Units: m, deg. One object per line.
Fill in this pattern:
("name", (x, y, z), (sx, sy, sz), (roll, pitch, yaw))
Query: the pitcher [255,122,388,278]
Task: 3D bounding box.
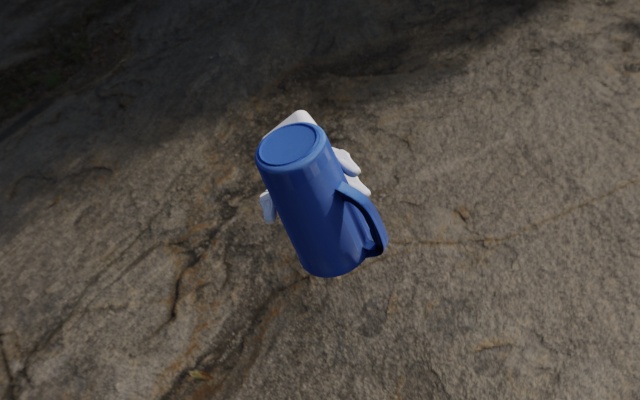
("pitcher", (0.000, 0.002, 0.742), (0.149, 0.243, 0.145), (-24, 43, 0))
